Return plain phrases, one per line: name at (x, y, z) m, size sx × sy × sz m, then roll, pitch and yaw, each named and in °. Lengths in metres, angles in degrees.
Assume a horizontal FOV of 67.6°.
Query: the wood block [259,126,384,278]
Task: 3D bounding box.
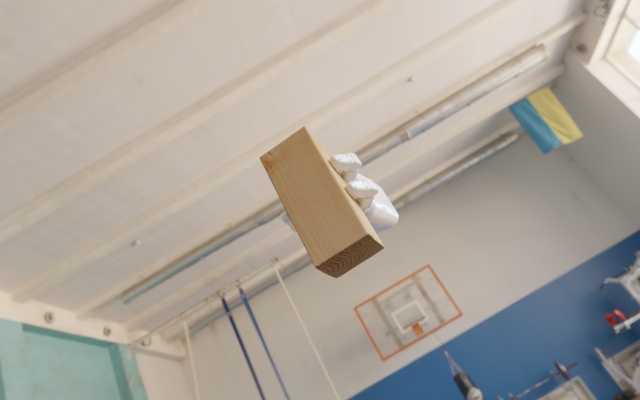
wood block at (0.000, 0.003, 0.730) m, size 0.091 × 0.206 × 0.090 m, roll -34°, pitch -28°, yaw 9°
